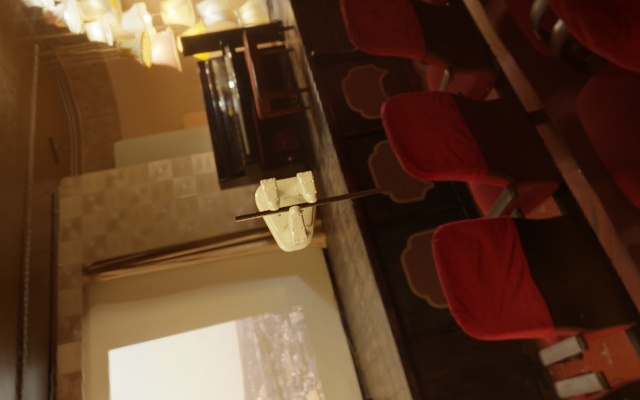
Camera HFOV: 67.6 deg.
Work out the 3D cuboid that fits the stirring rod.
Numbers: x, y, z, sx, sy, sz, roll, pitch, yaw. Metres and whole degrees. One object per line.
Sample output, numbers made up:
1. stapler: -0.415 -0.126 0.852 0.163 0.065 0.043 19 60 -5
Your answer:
1. stirring rod: 0.000 0.002 0.675 0.239 0.011 0.011 -11 1 -8
